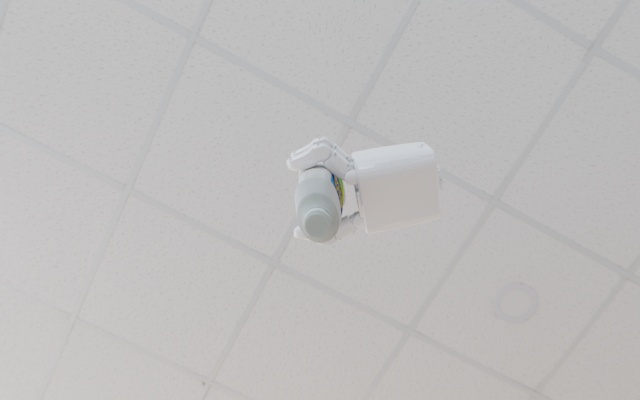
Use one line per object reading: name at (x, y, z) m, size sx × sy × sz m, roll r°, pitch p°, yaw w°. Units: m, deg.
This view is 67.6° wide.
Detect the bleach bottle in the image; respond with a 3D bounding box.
bleach bottle at (0.000, 0.002, 0.648) m, size 0.068 × 0.102 × 0.250 m, roll -11°, pitch 15°, yaw 4°
